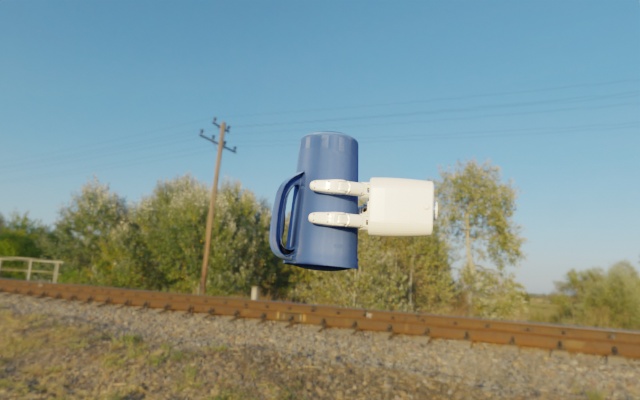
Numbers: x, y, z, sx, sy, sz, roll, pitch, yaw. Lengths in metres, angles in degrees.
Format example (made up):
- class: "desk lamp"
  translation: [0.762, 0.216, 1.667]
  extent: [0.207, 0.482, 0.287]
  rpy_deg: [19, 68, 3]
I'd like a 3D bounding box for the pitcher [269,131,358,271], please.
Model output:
- class: "pitcher"
  translation: [0.000, 0.003, 0.854]
  extent: [0.145, 0.242, 0.149]
  rpy_deg: [2, -9, 9]
